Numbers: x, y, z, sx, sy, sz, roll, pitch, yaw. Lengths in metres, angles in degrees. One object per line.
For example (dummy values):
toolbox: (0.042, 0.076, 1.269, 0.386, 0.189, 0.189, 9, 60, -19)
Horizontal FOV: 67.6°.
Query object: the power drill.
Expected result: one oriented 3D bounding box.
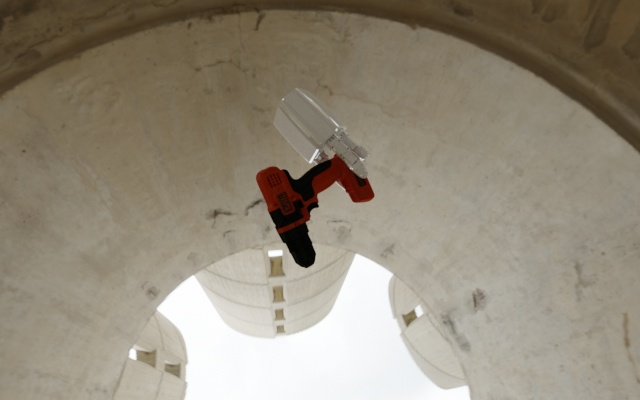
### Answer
power drill: (0.000, 0.002, 0.840, 0.187, 0.184, 0.057, -26, 5, -23)
